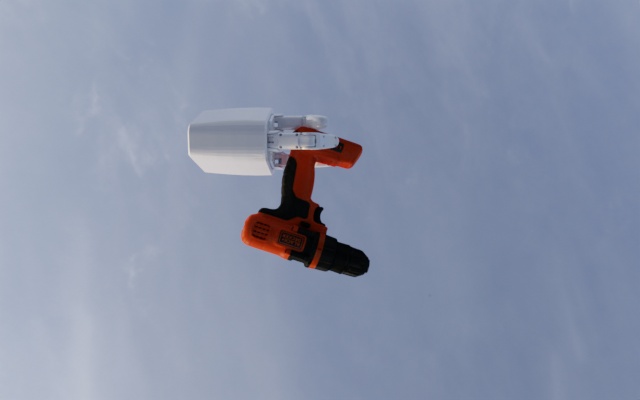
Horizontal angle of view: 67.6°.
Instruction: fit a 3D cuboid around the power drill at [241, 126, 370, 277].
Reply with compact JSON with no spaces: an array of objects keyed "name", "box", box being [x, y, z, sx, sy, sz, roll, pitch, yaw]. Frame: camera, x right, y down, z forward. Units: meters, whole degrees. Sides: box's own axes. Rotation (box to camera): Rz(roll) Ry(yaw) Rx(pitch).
[{"name":"power drill","box":[0.000,0.002,0.677,0.184,0.187,0.057,19,-14,-8]}]
